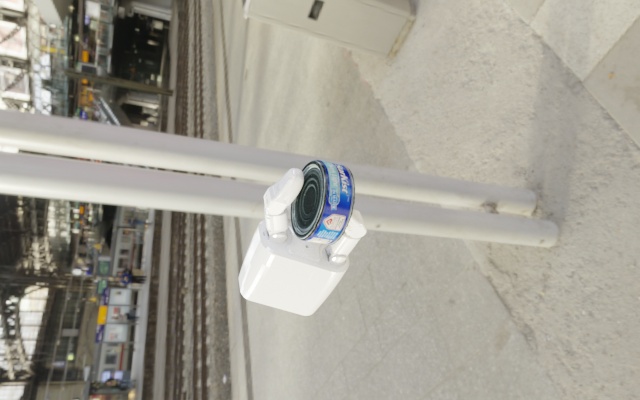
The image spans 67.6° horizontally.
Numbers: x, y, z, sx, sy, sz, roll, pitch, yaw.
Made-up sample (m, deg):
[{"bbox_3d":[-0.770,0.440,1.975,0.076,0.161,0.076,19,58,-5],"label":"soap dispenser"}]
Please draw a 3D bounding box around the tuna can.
[{"bbox_3d":[0.000,0.001,0.495,0.034,0.086,0.086,11,-5,-25],"label":"tuna can"}]
